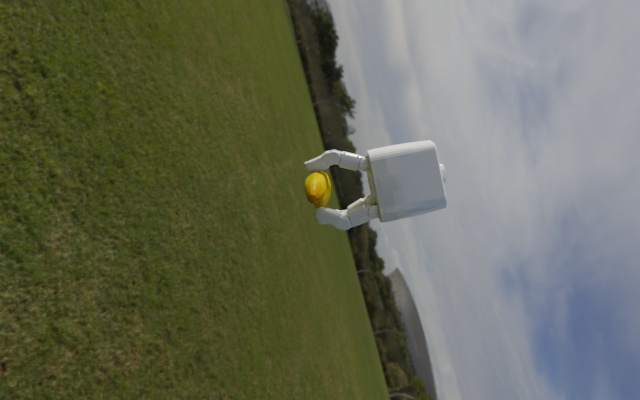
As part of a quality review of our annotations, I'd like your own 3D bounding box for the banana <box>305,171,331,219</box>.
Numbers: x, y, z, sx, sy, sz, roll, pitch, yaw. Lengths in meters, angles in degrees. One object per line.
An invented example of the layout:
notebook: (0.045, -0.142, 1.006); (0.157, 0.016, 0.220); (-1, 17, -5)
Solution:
banana: (-0.002, -0.015, 0.783); (0.037, 0.069, 0.198); (-7, -10, 3)
